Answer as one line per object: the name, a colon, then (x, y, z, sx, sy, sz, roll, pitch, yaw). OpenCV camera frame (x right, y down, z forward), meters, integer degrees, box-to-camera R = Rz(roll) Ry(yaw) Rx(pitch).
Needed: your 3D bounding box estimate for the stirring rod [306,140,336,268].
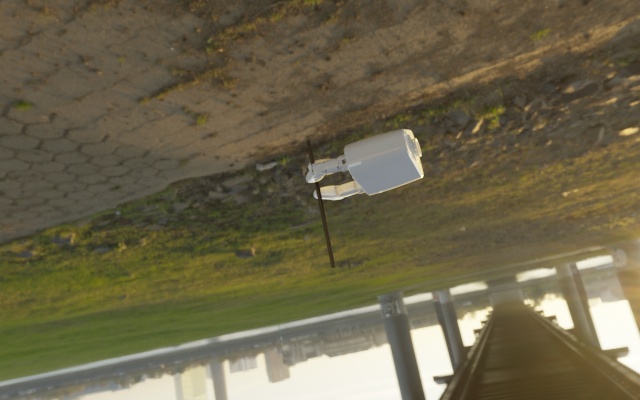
stirring rod: (0.000, 0.003, 0.861, 0.011, 0.239, 0.011, -11, -14, -3)
